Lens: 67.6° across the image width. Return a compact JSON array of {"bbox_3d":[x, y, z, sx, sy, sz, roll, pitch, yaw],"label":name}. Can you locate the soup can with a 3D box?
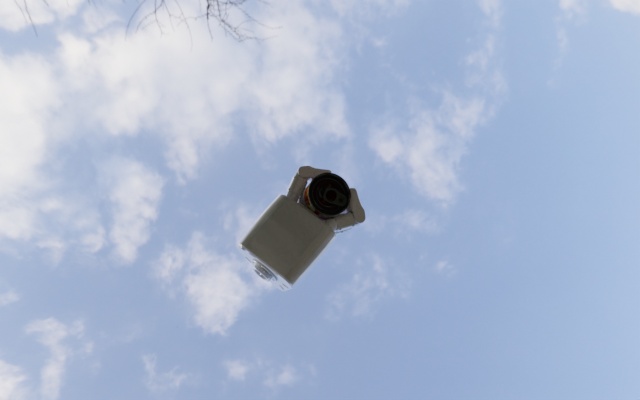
[{"bbox_3d":[0.000,0.002,0.767,0.068,0.068,0.102,0,-14,-17],"label":"soup can"}]
